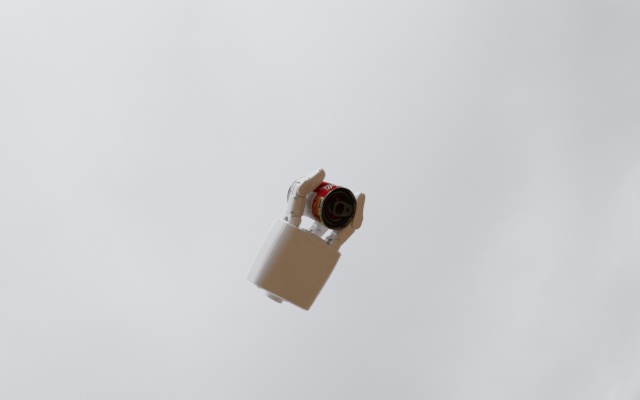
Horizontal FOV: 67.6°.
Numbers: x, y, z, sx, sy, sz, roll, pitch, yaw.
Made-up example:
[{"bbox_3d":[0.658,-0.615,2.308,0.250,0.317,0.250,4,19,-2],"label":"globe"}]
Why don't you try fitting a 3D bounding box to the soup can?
[{"bbox_3d":[0.000,0.002,0.764,0.068,0.068,0.102,0,12,-36],"label":"soup can"}]
